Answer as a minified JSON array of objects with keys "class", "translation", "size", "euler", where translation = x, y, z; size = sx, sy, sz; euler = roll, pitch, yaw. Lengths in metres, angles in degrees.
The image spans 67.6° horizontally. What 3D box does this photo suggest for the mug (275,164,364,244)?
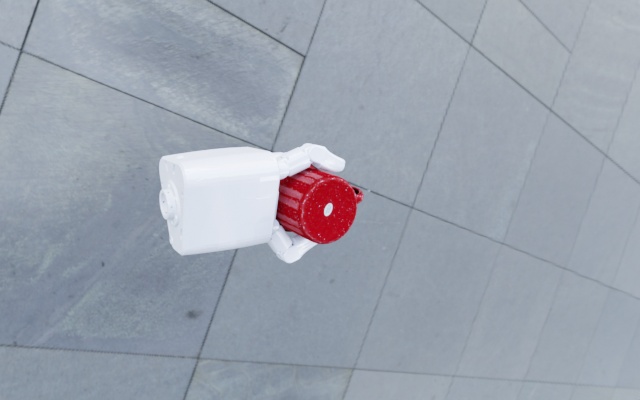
[{"class":"mug","translation":[0.001,0.002,0.582],"size":[0.117,0.093,0.081],"euler":[-10,18,-31]}]
